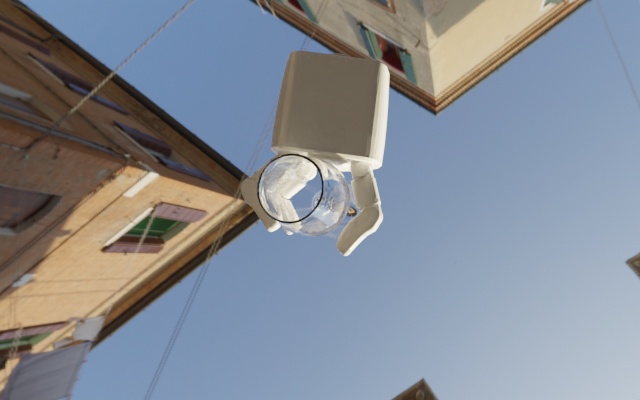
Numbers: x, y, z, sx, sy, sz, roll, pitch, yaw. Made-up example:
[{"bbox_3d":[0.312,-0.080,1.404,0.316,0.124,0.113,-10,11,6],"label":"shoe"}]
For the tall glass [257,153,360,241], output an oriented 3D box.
[{"bbox_3d":[0.000,0.002,0.508,0.079,0.079,0.201,0,-7,16],"label":"tall glass"}]
